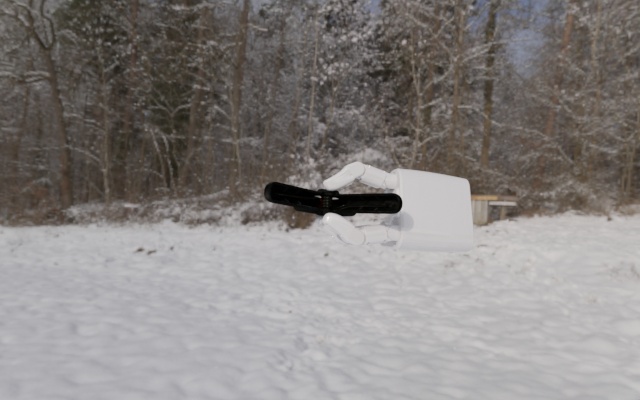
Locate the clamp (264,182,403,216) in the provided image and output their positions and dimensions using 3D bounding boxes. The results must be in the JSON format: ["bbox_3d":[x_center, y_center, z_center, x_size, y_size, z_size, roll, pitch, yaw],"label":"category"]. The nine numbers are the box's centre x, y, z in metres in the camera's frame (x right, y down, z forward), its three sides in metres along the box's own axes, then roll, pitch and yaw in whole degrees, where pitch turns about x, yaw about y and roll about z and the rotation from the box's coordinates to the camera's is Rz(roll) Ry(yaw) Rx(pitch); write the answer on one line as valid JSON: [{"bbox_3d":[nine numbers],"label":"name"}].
[{"bbox_3d":[0.000,0.001,0.648,0.164,0.036,0.210,7,-5,-11],"label":"clamp"}]
